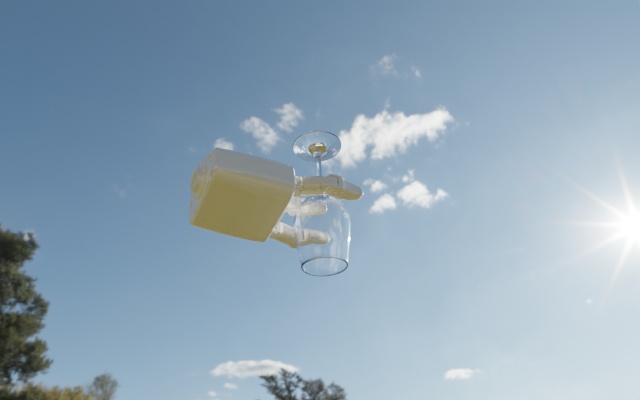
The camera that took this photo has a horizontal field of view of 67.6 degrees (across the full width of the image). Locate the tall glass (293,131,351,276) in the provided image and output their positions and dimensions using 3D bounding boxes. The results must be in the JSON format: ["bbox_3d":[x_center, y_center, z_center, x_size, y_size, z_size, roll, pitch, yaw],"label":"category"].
[{"bbox_3d":[0.000,0.002,0.672,0.079,0.201,0.079,-3,-32,-2],"label":"tall glass"}]
